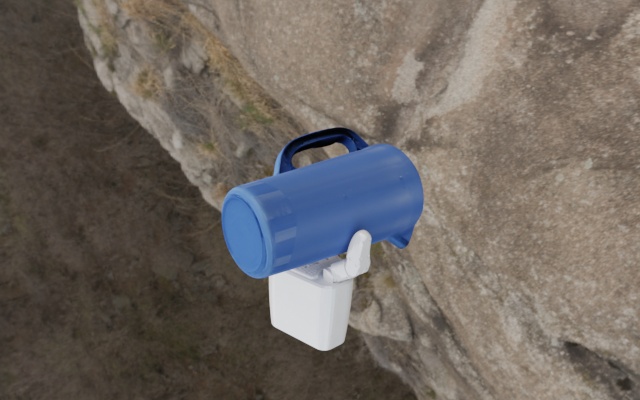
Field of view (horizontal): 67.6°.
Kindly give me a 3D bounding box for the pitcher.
[{"bbox_3d":[0.000,0.002,0.606,0.243,0.145,0.149,-16,31,-37],"label":"pitcher"}]
